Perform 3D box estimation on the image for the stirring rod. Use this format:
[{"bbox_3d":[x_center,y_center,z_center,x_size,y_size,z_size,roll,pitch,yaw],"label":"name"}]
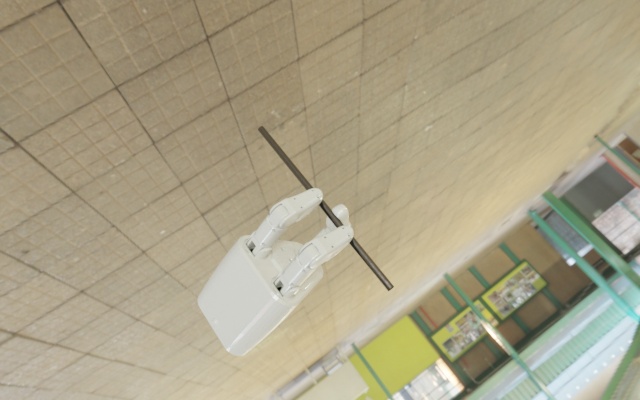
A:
[{"bbox_3d":[0.000,0.002,0.522,0.011,0.239,0.011,-33,-22,-15],"label":"stirring rod"}]
